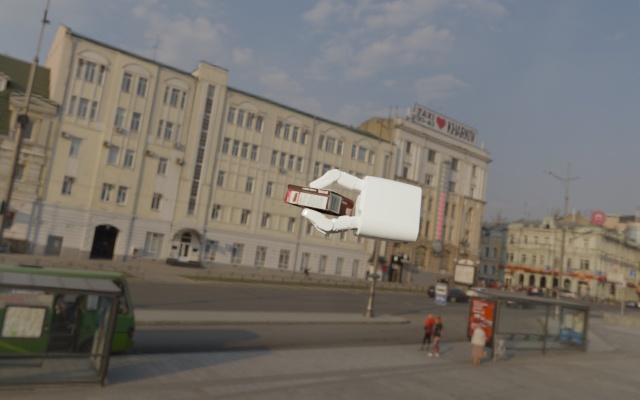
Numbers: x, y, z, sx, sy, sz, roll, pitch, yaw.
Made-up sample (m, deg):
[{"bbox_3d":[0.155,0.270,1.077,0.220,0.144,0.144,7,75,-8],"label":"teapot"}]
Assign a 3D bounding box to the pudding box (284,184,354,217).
[{"bbox_3d":[0.000,0.003,0.872,0.090,0.039,0.113,9,-8,26],"label":"pudding box"}]
